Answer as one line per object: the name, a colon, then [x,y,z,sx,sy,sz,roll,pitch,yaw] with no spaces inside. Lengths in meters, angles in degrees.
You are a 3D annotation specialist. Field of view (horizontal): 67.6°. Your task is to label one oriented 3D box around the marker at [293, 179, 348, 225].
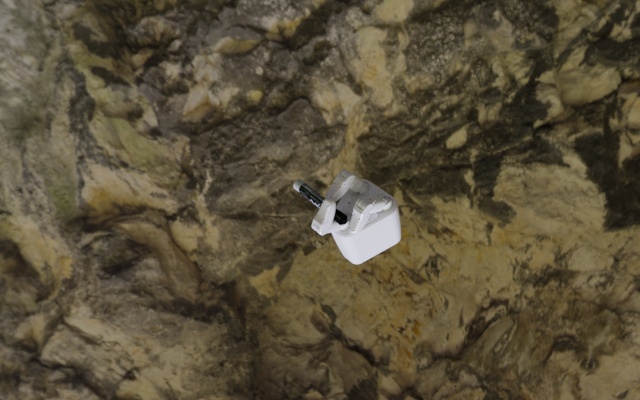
marker: [0.000,0.002,0.769,0.020,0.020,0.121,0,31,-49]
